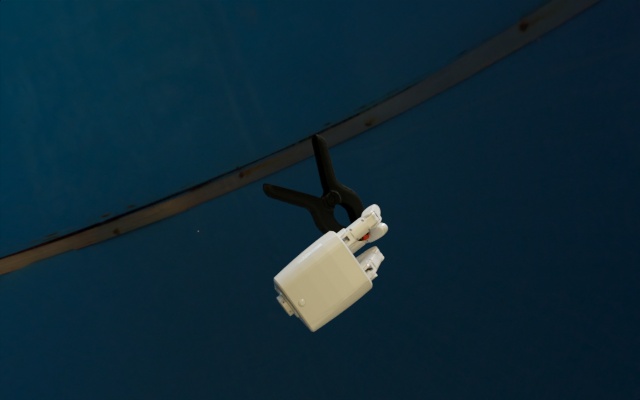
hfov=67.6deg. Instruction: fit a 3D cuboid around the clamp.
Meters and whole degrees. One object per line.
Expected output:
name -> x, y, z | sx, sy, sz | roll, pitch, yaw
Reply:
clamp -> 0.000, 0.002, 0.698 | 0.120, 0.171, 0.039 | -37, 6, -14
